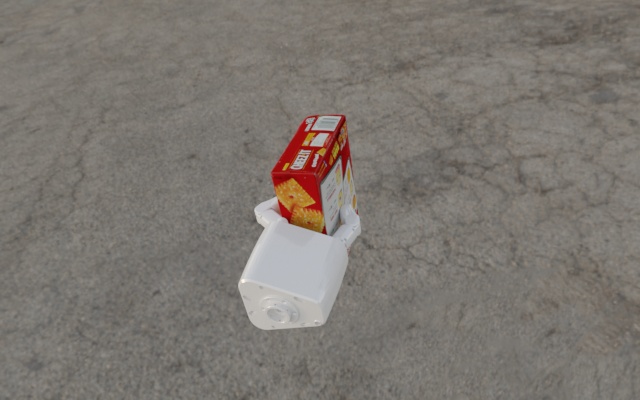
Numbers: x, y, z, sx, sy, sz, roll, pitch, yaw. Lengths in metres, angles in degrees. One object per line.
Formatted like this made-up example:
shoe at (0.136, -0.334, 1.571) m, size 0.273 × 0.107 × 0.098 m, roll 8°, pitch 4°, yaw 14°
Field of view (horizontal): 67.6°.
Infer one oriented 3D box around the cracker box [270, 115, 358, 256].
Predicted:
cracker box at (0.000, 0.002, 0.720) m, size 0.072 × 0.214 × 0.164 m, roll 3°, pitch 38°, yaw 17°
